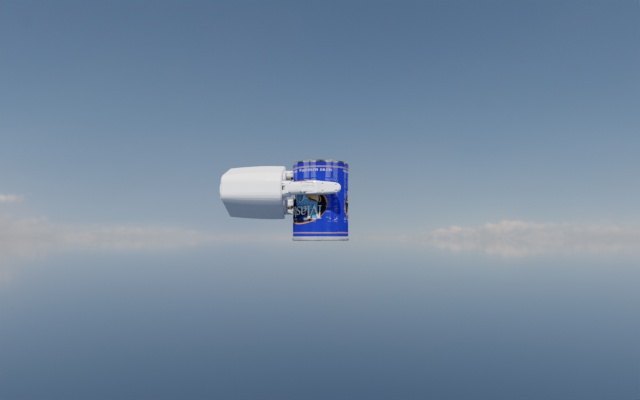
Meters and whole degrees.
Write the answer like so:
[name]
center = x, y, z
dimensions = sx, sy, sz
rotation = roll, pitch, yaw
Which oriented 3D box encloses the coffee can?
[coffee can]
center = 0.000, 0.003, 0.869
dimensions = 0.103, 0.140, 0.103
rotation = 0, -4, 0
